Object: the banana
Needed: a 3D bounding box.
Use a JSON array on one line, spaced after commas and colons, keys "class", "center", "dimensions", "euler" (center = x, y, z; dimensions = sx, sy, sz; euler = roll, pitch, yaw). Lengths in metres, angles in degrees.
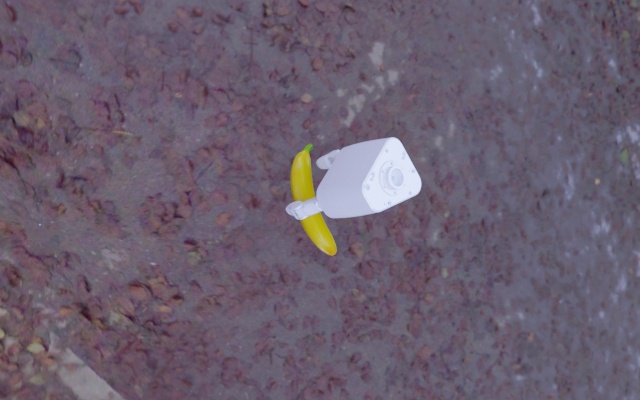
[{"class": "banana", "center": [-0.015, 0.003, 0.806], "dimensions": [0.069, 0.198, 0.037], "euler": [-13, 2, -40]}]
